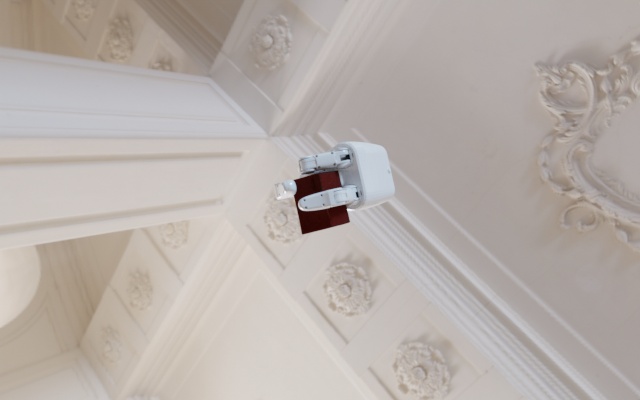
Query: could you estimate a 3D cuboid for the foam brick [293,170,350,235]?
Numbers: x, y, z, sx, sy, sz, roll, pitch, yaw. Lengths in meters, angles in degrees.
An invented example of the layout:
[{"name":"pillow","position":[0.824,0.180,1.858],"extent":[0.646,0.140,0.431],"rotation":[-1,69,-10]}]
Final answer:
[{"name":"foam brick","position":[0.000,0.002,0.664],"extent":[0.053,0.078,0.051],"rotation":[-13,-2,34]}]
